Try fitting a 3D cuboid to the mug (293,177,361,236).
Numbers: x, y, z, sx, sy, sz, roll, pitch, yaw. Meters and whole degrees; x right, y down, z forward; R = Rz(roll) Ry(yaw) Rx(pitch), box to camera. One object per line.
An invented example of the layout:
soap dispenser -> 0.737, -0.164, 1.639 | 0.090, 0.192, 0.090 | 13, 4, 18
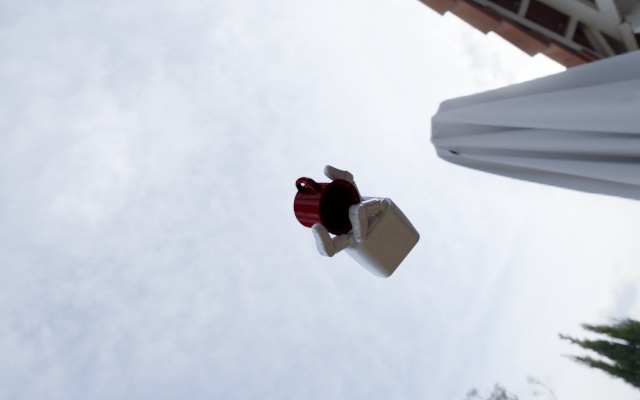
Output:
mug -> -0.001, 0.002, 0.803 | 0.081, 0.093, 0.117 | 4, -34, 51
